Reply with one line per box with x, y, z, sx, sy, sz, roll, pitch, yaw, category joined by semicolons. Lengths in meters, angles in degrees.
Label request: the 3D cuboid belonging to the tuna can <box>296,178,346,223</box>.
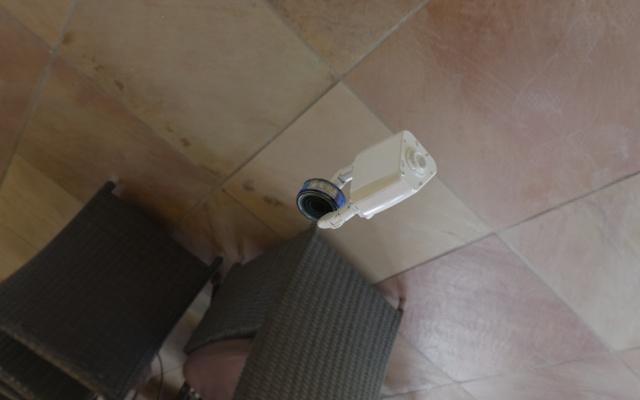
0.000;0.003;0.850;0.086;0.086;0.033;0;44;31;tuna can
